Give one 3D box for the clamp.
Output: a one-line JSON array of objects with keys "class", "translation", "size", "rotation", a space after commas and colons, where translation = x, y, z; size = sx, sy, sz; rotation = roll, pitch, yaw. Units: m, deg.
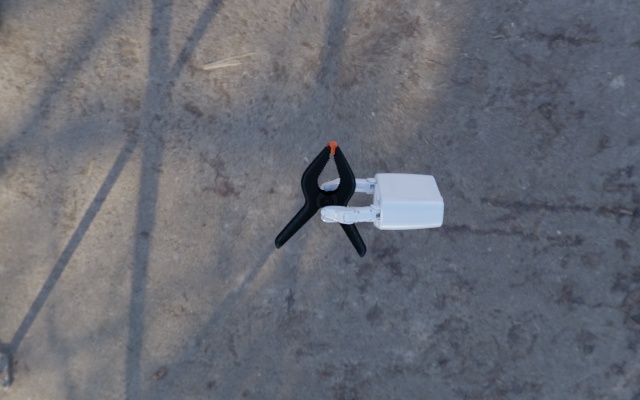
[{"class": "clamp", "translation": [0.000, 0.002, 0.831], "size": [0.164, 0.210, 0.036], "rotation": [-1, 18, -1]}]
